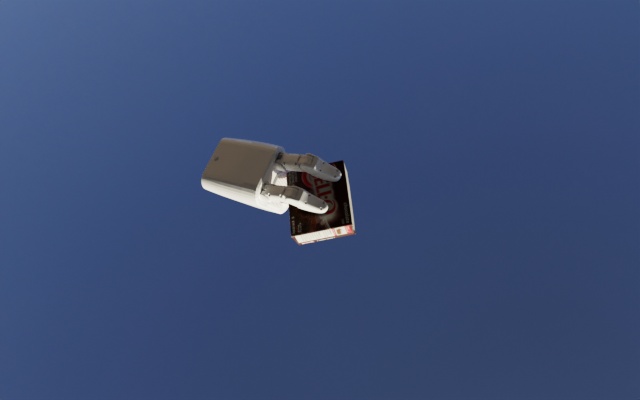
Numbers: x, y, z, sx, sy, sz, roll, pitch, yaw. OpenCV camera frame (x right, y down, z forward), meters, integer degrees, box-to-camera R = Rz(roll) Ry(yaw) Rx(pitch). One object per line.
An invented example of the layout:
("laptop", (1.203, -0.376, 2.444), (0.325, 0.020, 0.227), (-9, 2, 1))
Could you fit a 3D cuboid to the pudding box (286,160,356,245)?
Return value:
("pudding box", (0.000, 0.002, 0.703), (0.090, 0.113, 0.039), (-12, -28, 10))
